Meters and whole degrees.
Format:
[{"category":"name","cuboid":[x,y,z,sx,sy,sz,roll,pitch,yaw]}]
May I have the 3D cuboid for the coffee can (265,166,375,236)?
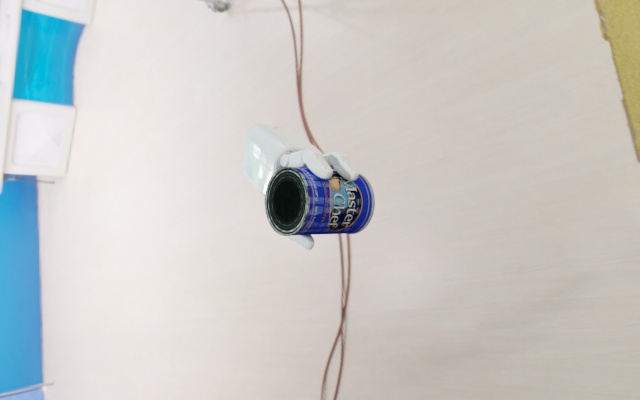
[{"category":"coffee can","cuboid":[0.000,0.003,0.739,0.140,0.103,0.103,2,-1,-43]}]
